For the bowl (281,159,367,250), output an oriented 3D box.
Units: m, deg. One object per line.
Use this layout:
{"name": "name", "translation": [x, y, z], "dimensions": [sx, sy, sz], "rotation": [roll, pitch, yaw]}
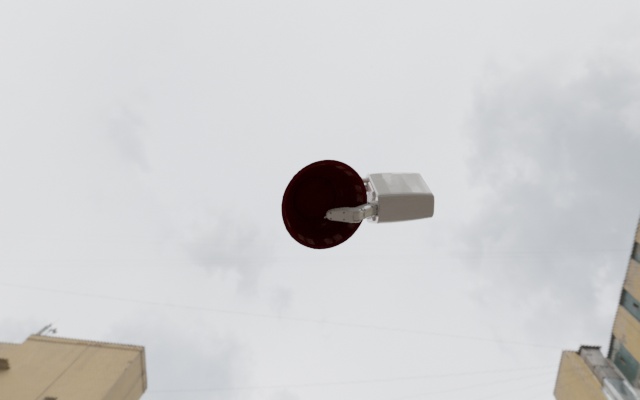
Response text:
{"name": "bowl", "translation": [-0.001, 0.003, 0.851], "dimensions": [0.162, 0.162, 0.055], "rotation": [0, 14, -22]}
